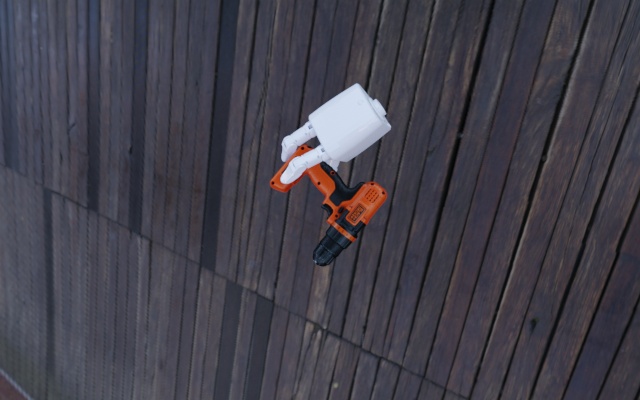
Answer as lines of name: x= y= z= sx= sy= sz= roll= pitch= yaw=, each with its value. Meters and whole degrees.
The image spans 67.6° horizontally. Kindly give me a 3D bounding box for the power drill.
power drill: x=0.000 y=0.002 z=0.881 sx=0.187 sy=0.184 sz=0.057 roll=40 pitch=-1 yaw=7
